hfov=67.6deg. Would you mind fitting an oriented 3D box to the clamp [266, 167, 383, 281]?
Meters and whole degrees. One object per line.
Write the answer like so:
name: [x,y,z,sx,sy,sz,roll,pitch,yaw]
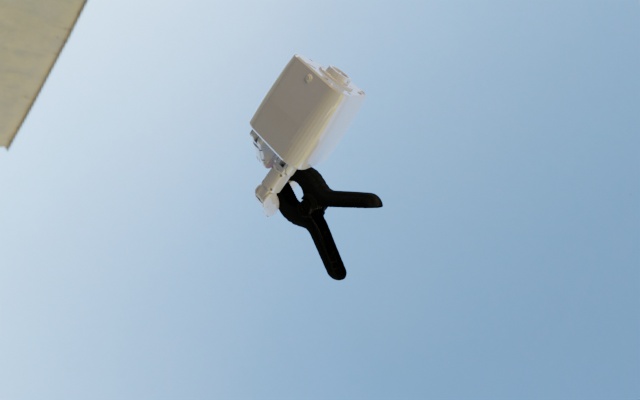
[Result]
clamp: [0.000,0.002,0.597,0.171,0.120,0.039,46,24,24]
